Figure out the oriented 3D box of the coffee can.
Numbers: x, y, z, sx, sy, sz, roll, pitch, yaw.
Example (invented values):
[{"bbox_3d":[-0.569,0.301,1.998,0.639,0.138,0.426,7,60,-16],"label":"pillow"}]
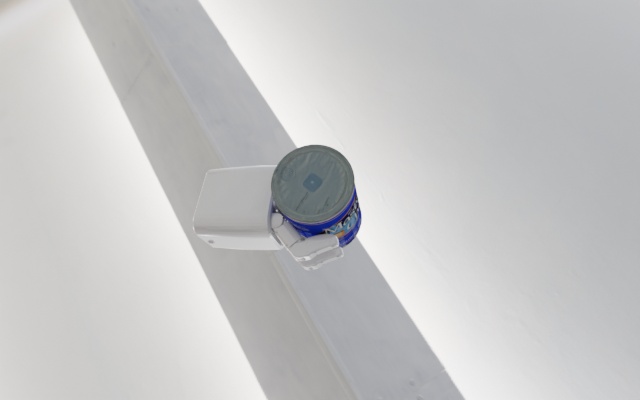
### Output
[{"bbox_3d":[0.000,0.002,0.639,0.103,0.102,0.140,0,-21,9],"label":"coffee can"}]
